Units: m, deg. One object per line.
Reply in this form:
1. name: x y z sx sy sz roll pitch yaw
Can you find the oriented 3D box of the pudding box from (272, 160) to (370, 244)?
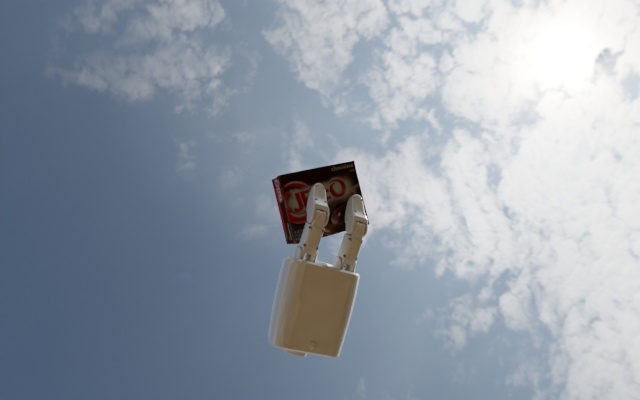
1. pudding box: 0.000 0.002 0.632 0.113 0.090 0.039 -13 0 -25
